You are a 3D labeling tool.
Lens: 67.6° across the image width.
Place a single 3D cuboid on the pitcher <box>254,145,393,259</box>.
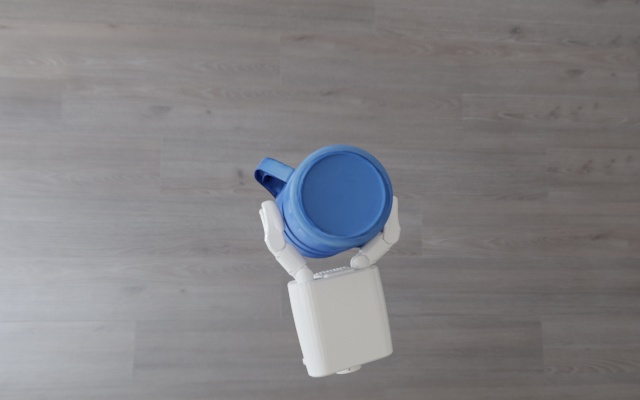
[{"bbox_3d":[0.000,0.002,0.597,0.149,0.145,0.243,-11,-5,-7],"label":"pitcher"}]
